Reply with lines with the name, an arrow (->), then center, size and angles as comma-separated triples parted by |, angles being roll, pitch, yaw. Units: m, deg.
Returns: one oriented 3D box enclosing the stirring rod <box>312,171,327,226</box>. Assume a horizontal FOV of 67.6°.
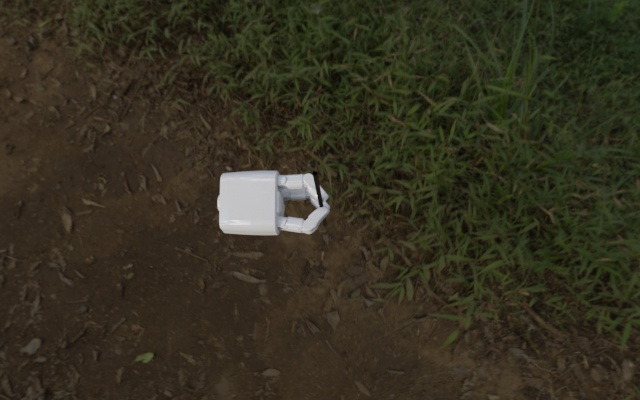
stirring rod -> 0.000, 0.003, 0.855 | 0.011, 0.011, 0.240 | 0, -22, 4
